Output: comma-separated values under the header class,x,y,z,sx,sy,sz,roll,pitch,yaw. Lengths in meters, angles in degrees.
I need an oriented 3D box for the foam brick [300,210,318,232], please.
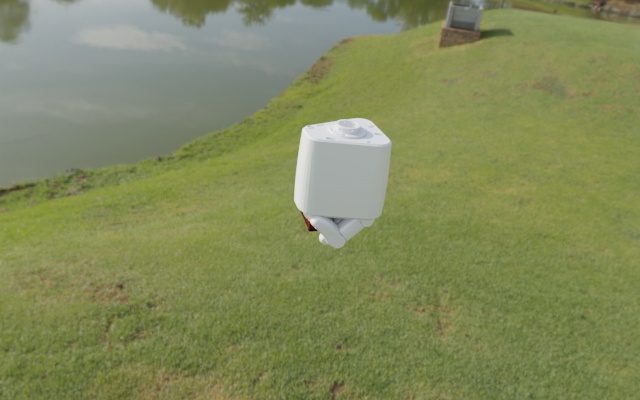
class,x,y,z,sx,sy,sz,roll,pitch,yaw
foam brick,0.000,0.002,0.704,0.053,0.051,0.078,-4,32,-17
